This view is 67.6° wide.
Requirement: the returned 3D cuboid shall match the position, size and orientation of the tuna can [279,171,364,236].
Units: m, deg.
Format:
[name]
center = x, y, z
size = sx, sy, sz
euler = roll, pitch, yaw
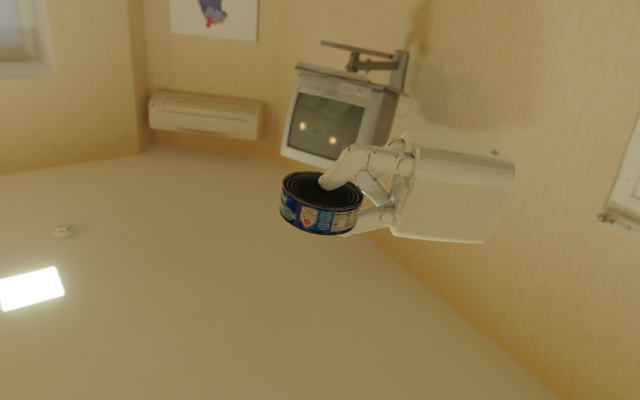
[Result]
[tuna can]
center = 0.000, 0.002, 0.502
size = 0.086, 0.034, 0.086
euler = 10, 25, -5
